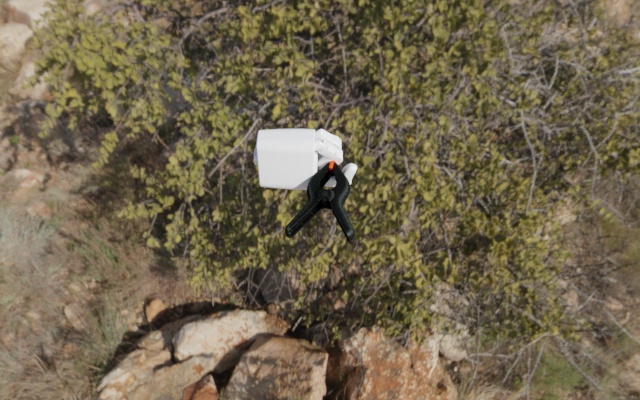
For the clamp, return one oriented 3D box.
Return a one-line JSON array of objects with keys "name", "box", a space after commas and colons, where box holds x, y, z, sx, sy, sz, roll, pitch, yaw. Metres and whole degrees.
[{"name": "clamp", "box": [0.000, 0.002, 0.849, 0.120, 0.171, 0.039, -1, -40, 4]}]
